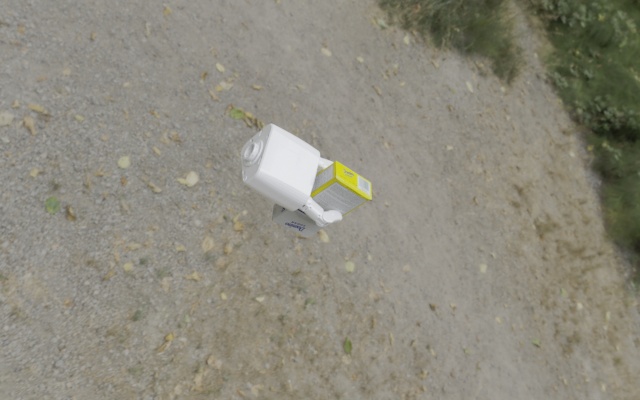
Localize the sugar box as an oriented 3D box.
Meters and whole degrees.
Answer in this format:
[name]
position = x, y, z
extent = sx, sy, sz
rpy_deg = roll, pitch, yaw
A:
[sugar box]
position = 0.000, 0.002, 0.883
extent = 0.093, 0.048, 0.176
rpy_deg = 30, -43, -33
